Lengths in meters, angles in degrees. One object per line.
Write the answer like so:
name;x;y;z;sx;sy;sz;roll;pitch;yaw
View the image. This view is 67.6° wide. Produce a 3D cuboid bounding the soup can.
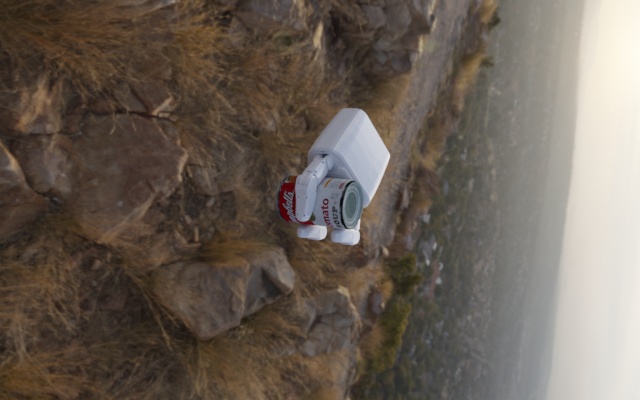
soup can;0.000;0.002;0.658;0.102;0.068;0.068;6;3;29
